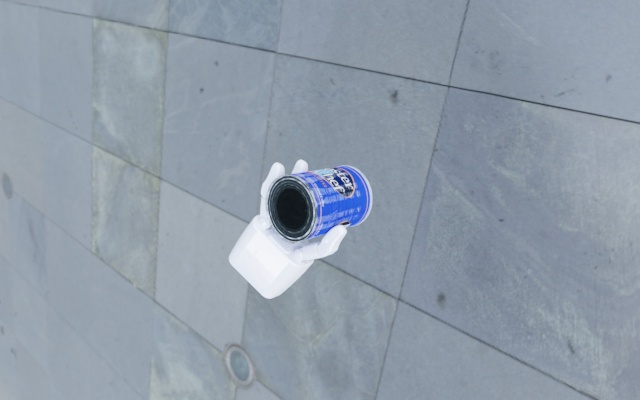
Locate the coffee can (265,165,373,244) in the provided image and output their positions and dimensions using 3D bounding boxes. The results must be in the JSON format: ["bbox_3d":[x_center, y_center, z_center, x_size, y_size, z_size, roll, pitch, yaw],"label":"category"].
[{"bbox_3d":[0.000,0.002,0.743,0.103,0.103,0.140,0,8,40],"label":"coffee can"}]
